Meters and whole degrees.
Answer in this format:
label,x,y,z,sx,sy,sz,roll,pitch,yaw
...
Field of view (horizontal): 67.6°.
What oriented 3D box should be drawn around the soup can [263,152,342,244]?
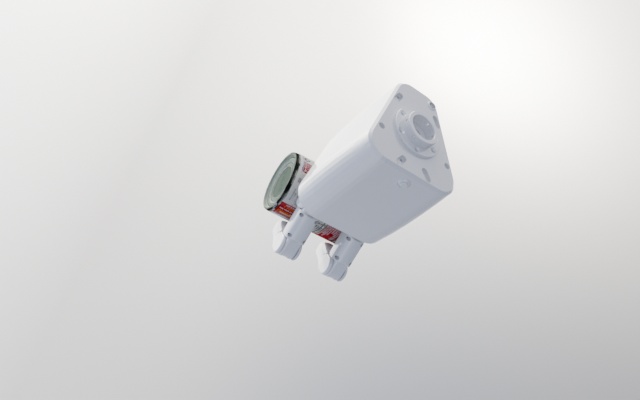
label,x,y,z,sx,sy,sz,roll,pitch,yaw
soup can,0.000,0.002,0.502,0.102,0.068,0.068,28,-11,-21
